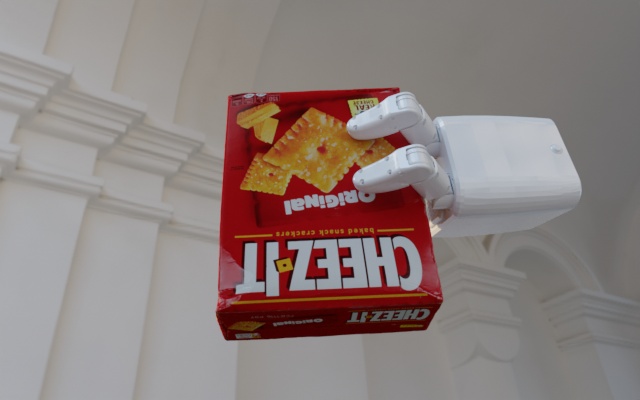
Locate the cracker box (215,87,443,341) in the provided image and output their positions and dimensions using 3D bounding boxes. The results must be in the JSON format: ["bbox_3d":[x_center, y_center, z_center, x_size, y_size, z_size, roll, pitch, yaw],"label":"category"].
[{"bbox_3d":[0.000,0.001,0.409,0.164,0.213,0.072,-2,-33,-3],"label":"cracker box"}]
